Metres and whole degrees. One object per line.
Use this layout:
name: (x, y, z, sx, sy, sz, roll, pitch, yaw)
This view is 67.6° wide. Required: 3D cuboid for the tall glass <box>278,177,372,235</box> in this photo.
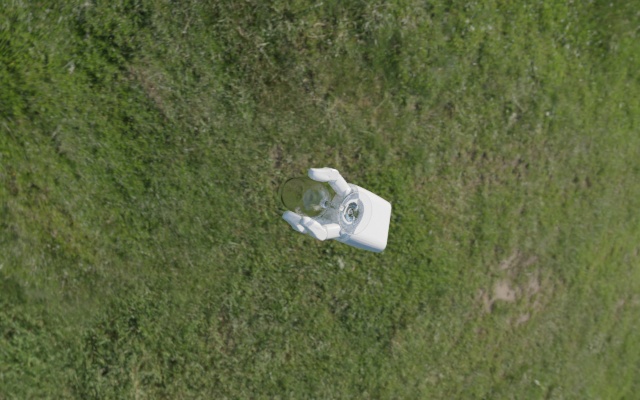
tall glass: (0.000, 0.003, 0.869, 0.079, 0.079, 0.201, 0, 11, -37)
